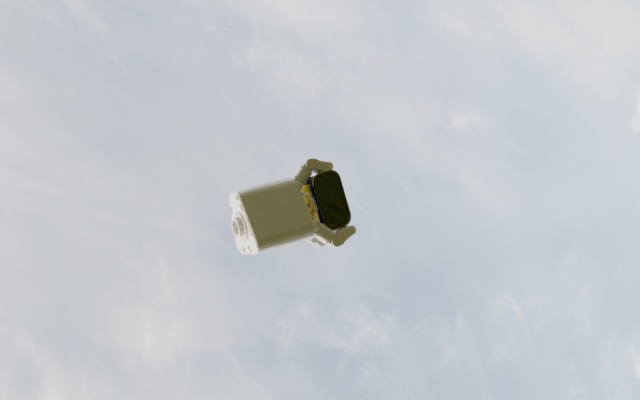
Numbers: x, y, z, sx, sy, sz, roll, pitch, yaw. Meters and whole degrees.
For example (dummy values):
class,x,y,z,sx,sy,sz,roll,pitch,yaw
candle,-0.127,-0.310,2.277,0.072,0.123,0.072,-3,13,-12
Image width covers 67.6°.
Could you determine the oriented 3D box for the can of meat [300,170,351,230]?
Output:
class,x,y,z,sx,sy,sz,roll,pitch,yaw
can of meat,0.000,0.003,0.852,0.057,0.102,0.084,-18,4,-30
